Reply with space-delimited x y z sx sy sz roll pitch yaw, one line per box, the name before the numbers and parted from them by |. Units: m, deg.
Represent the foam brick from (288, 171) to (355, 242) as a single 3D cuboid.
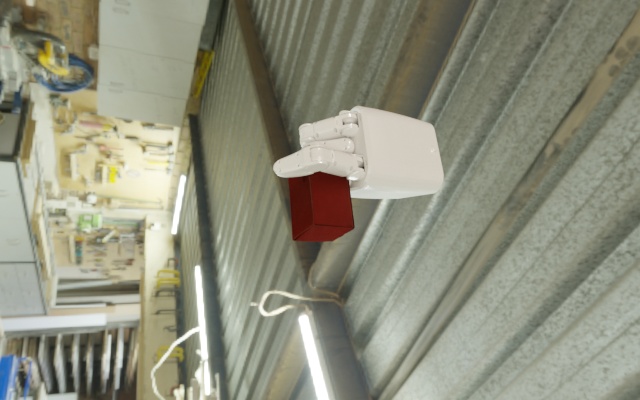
foam brick | 0.000 0.002 0.526 0.051 0.078 0.053 7 -24 -28
